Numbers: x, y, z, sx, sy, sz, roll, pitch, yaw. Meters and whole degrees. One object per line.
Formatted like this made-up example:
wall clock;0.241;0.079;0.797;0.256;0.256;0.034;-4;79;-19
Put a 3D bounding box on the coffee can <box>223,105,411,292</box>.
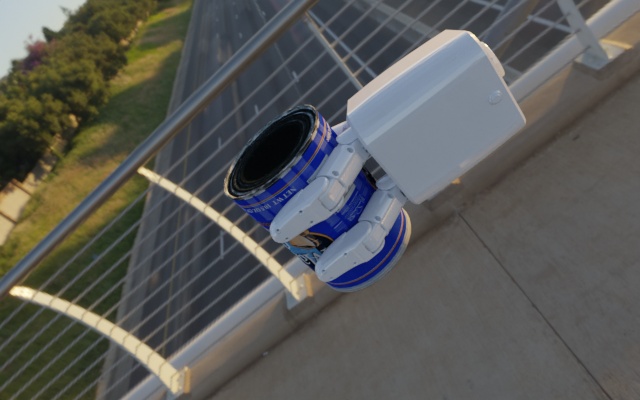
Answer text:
coffee can;0.000;0.002;0.425;0.103;0.102;0.140;0;-38;51
